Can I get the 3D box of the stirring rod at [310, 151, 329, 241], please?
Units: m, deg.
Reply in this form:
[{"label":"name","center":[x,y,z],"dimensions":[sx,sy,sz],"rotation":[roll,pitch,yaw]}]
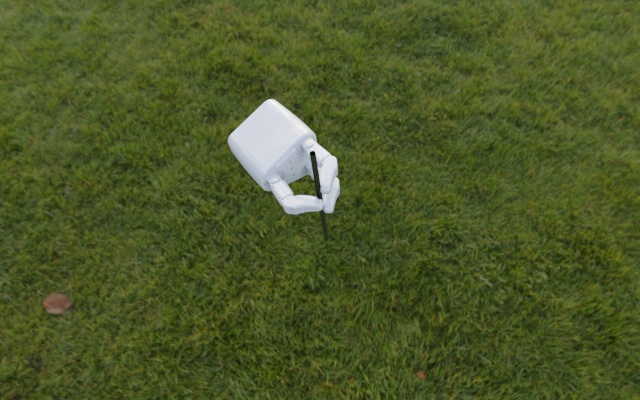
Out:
[{"label":"stirring rod","center":[0.000,0.002,0.720],"dimensions":[0.011,0.011,0.240],"rotation":[0,-32,6]}]
